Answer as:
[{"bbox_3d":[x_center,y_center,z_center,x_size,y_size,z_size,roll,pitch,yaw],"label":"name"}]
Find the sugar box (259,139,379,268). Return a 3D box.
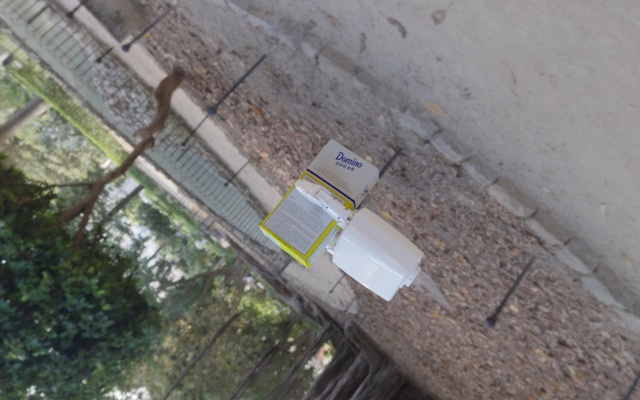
[{"bbox_3d":[0.000,0.003,0.713,0.093,0.176,0.048,36,-15,18],"label":"sugar box"}]
